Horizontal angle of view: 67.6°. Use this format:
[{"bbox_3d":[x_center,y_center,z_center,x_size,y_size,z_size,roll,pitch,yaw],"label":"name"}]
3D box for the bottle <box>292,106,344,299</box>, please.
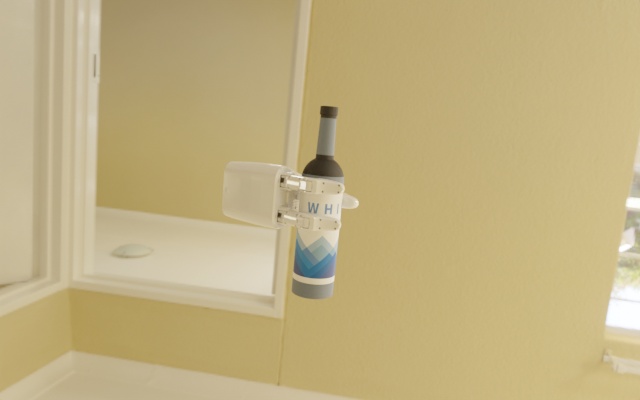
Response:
[{"bbox_3d":[0.000,0.003,0.746,0.069,0.296,0.069,5,8,-1],"label":"bottle"}]
